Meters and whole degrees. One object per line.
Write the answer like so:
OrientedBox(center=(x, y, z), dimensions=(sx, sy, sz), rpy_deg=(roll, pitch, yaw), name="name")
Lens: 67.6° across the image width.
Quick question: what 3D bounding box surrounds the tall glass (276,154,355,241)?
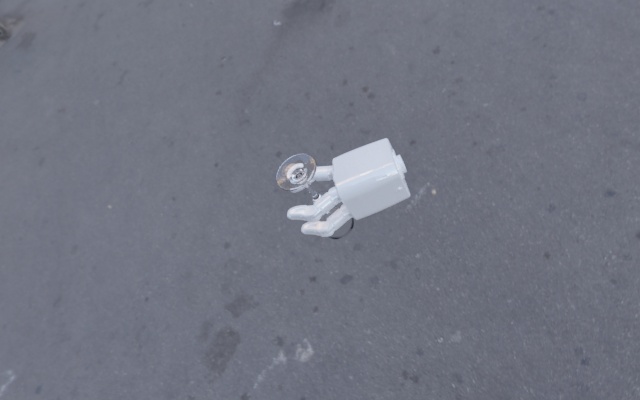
OrientedBox(center=(0.000, 0.003, 0.869), dimensions=(0.079, 0.079, 0.201), rpy_deg=(0, -31, 28), name="tall glass")
